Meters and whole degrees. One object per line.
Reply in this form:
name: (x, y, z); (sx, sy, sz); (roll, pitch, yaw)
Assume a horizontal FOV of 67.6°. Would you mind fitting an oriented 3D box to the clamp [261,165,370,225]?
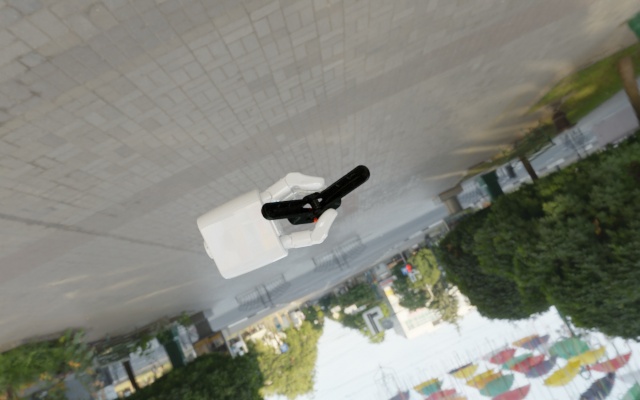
clamp: (0.000, 0.003, 0.758); (0.164, 0.036, 0.210); (-22, -11, 0)
